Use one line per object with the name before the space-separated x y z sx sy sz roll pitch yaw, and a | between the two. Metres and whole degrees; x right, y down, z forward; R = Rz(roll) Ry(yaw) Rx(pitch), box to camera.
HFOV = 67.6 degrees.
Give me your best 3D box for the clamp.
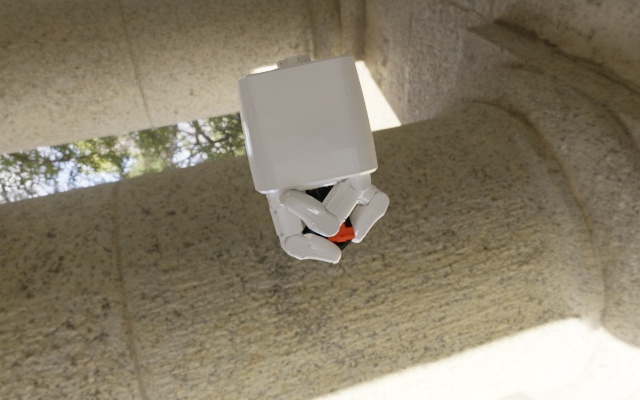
clamp | 0.000 0.002 0.546 0.039 0.120 0.171 -14 10 -13
